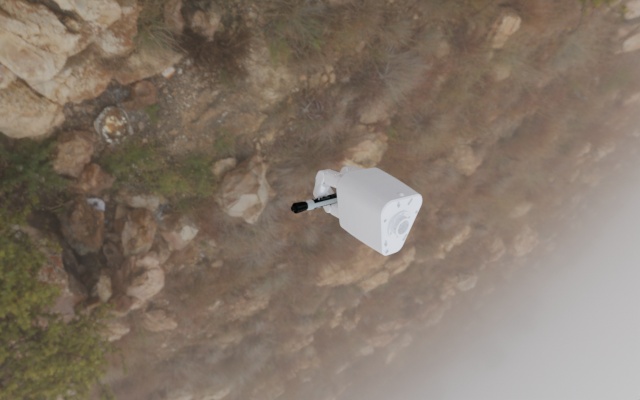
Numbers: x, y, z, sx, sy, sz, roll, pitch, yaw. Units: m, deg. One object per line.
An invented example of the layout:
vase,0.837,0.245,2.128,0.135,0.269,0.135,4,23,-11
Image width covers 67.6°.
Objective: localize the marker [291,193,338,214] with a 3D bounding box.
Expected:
marker,0.000,0.003,0.838,0.121,0.020,0.020,-13,8,-36
